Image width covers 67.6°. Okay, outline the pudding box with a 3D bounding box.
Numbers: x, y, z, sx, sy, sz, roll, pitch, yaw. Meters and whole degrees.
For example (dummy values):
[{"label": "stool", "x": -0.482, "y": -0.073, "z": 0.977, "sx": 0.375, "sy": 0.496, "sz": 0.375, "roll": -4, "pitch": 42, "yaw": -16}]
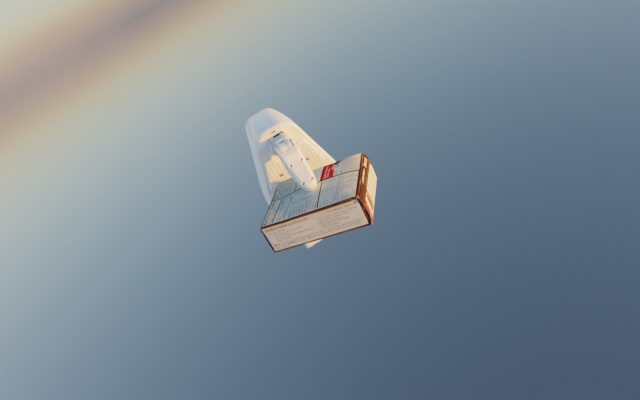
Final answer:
[{"label": "pudding box", "x": 0.000, "y": 0.001, "z": 0.501, "sx": 0.113, "sy": 0.039, "sz": 0.090, "roll": -20, "pitch": 30, "yaw": 22}]
